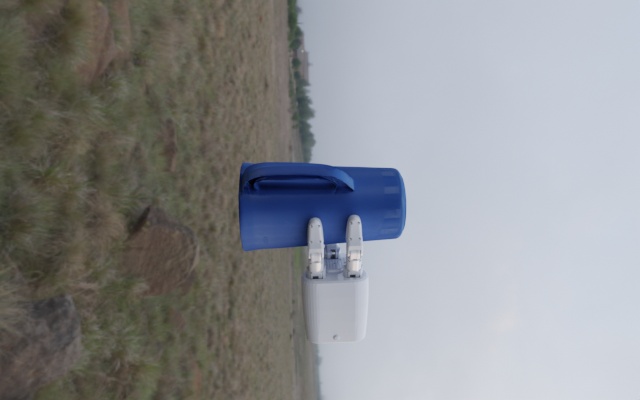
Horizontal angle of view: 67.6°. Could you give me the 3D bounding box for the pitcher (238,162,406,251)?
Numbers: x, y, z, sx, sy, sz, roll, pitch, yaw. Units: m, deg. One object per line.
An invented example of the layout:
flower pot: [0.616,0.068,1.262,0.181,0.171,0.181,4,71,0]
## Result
pitcher: [0.000,0.002,0.709,0.243,0.145,0.149,-2,15,-2]
